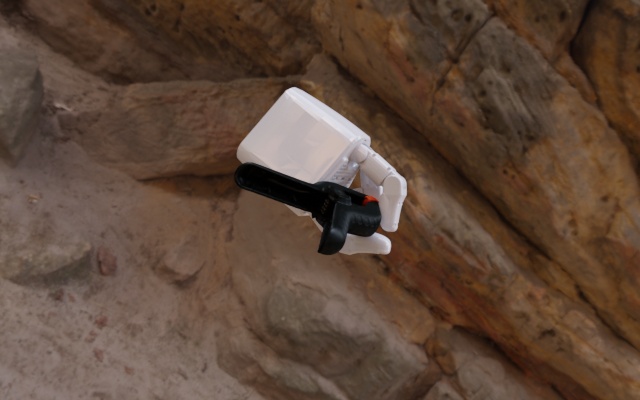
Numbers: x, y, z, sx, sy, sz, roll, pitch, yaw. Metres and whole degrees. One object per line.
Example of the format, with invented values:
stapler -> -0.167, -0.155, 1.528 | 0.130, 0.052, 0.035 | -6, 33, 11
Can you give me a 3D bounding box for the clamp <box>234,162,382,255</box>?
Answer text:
clamp -> 0.001, 0.001, 0.454 | 0.120, 0.039, 0.171 | 40, 16, 18
